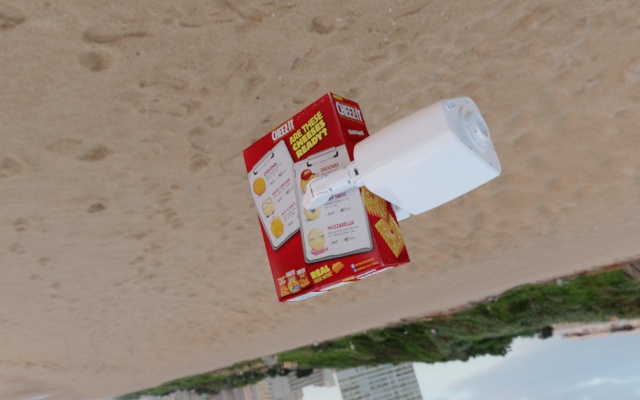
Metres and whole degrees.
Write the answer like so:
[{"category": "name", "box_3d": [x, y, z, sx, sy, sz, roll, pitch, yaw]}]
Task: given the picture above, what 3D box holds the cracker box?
[{"category": "cracker box", "box_3d": [0.000, 0.002, 0.599, 0.164, 0.213, 0.072, -27, -19, 34]}]
